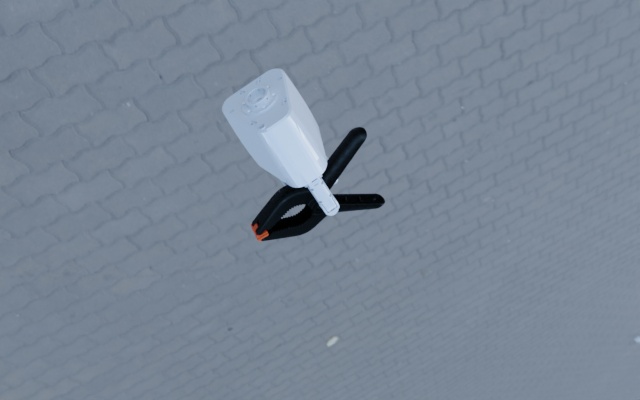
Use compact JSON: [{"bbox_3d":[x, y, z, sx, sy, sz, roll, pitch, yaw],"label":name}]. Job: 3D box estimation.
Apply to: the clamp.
[{"bbox_3d":[0.000,0.003,0.702,0.210,0.036,0.165,-33,-42,0],"label":"clamp"}]
